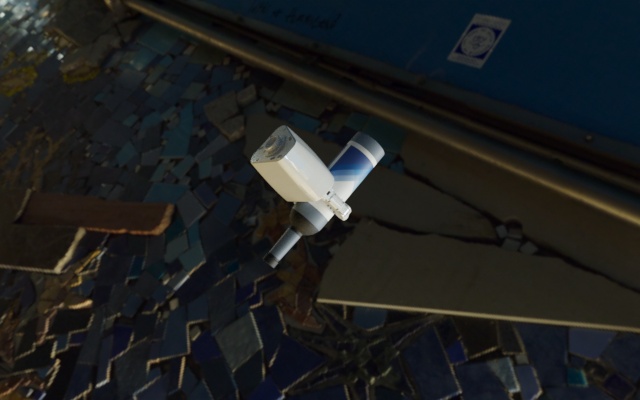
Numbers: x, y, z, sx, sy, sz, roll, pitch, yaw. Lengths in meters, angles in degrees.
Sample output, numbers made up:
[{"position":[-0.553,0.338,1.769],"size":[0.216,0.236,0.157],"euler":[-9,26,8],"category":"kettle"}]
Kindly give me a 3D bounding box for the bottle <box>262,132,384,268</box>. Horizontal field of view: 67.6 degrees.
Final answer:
[{"position":[0.000,0.003,0.880],"size":[0.069,0.295,0.069],"euler":[40,-8,7],"category":"bottle"}]
